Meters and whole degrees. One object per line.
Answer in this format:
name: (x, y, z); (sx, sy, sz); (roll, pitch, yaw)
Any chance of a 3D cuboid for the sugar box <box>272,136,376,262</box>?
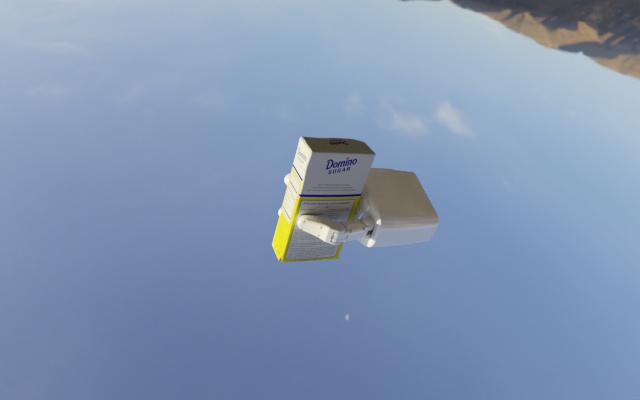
sugar box: (0.000, 0.002, 0.634); (0.093, 0.176, 0.048); (0, 33, -27)
